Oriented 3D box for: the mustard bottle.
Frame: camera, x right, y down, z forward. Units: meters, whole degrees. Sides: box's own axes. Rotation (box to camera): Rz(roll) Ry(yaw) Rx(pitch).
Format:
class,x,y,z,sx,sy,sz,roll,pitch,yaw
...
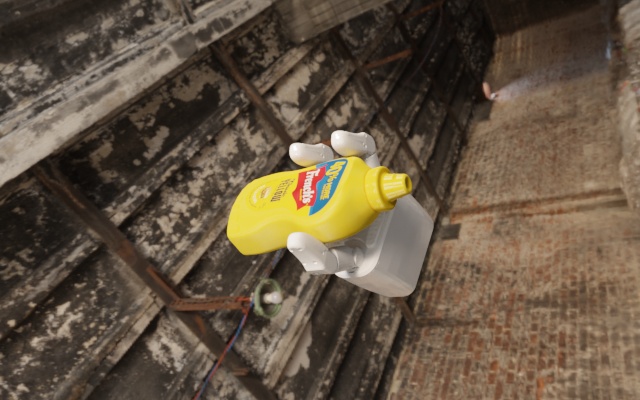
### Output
class,x,y,z,sx,sy,sz,roll,pitch,yaw
mustard bottle,0.000,0.001,0.474,0.191,0.058,0.096,-11,37,34
